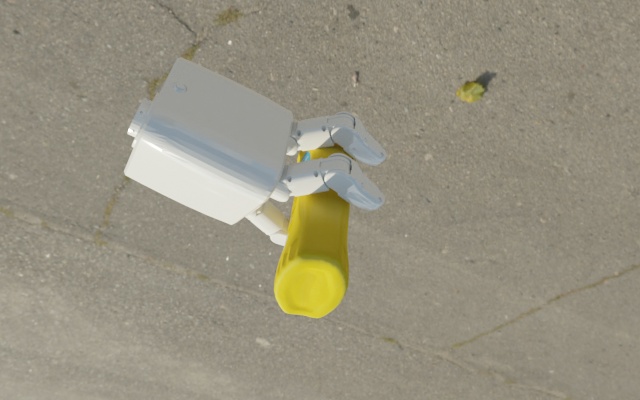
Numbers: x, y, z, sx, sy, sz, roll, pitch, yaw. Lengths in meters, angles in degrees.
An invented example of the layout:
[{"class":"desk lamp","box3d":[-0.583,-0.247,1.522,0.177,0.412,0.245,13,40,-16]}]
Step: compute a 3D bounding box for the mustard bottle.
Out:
[{"class":"mustard bottle","box3d":[0.000,0.002,0.437,0.058,0.191,0.096,9,-41,-3]}]
